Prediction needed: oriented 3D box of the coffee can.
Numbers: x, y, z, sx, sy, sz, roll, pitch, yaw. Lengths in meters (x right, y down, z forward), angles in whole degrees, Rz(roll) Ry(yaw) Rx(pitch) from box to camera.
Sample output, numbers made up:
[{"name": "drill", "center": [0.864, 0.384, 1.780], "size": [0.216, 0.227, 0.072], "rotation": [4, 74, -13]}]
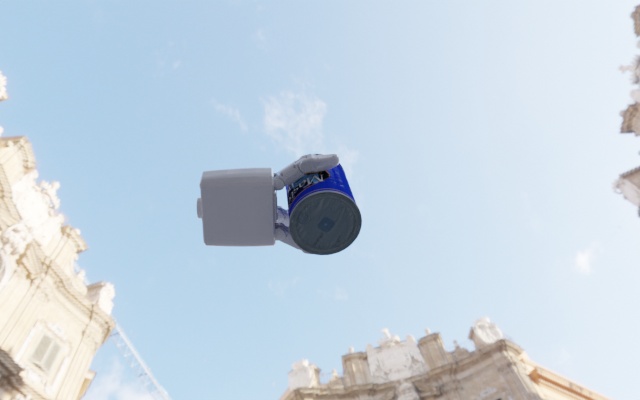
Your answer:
[{"name": "coffee can", "center": [0.000, 0.002, 0.727], "size": [0.103, 0.103, 0.140], "rotation": [0, 27, -7]}]
